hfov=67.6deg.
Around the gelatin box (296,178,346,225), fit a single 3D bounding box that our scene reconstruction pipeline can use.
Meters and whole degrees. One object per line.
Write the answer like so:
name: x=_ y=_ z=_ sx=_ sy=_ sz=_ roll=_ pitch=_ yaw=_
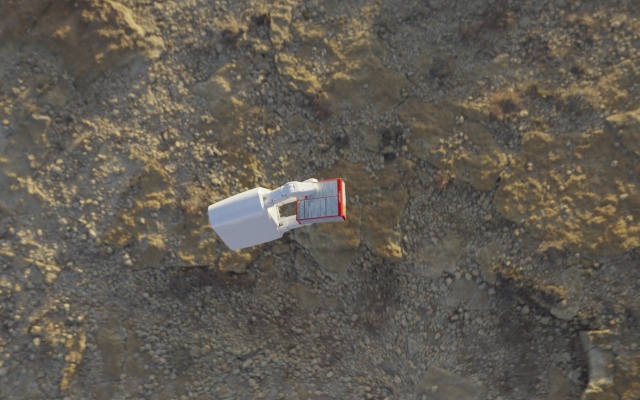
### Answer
gelatin box: x=0.000 y=0.003 z=0.871 sx=0.089 sy=0.073 sz=0.030 roll=-7 pitch=-23 yaw=15
